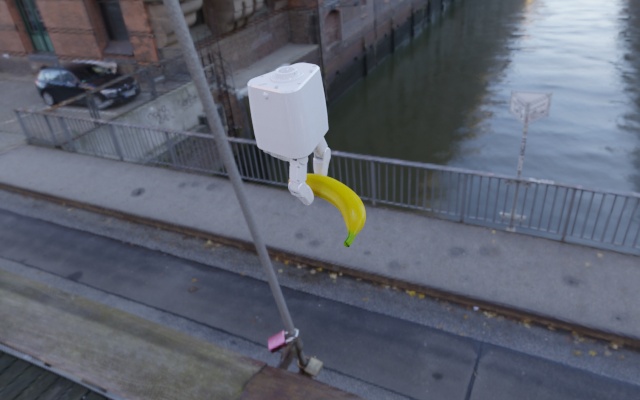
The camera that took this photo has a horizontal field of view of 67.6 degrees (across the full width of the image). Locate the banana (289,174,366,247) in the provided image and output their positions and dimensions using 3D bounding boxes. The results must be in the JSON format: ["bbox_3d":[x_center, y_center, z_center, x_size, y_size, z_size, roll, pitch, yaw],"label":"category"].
[{"bbox_3d":[0.018,-0.003,0.777,0.069,0.037,0.197,-24,41,-18],"label":"banana"}]
